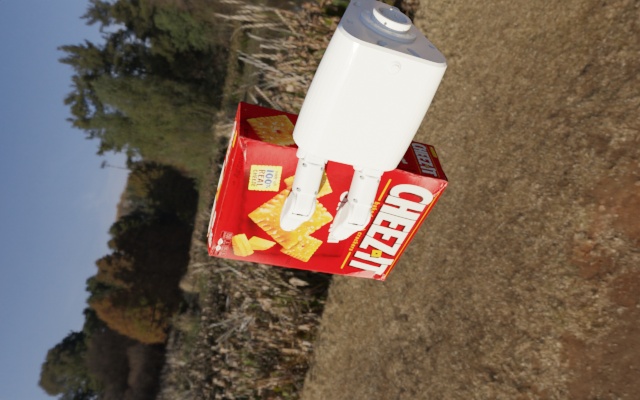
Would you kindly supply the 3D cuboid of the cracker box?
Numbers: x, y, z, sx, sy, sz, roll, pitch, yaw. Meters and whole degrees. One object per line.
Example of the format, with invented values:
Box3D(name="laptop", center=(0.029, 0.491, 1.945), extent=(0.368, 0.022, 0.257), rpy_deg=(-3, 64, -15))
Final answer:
Box3D(name="cracker box", center=(0.000, 0.002, 0.510), extent=(0.214, 0.164, 0.072), rpy_deg=(11, 40, -16))
